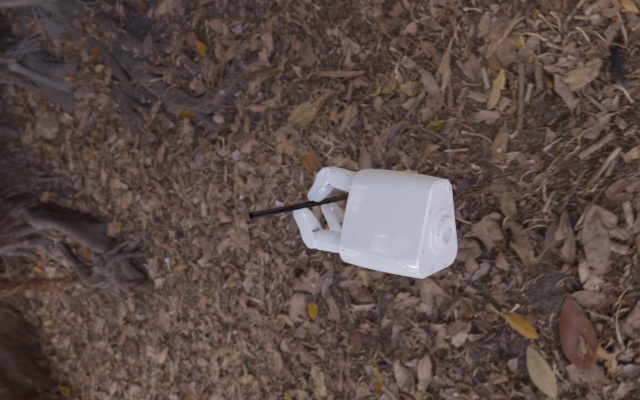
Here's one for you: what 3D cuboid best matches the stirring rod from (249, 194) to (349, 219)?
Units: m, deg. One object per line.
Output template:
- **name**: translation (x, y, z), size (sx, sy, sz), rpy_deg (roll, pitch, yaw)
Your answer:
- **stirring rod**: translation (0.000, 0.002, 0.642), size (0.011, 0.011, 0.239), rpy_deg (0, 7, 43)
